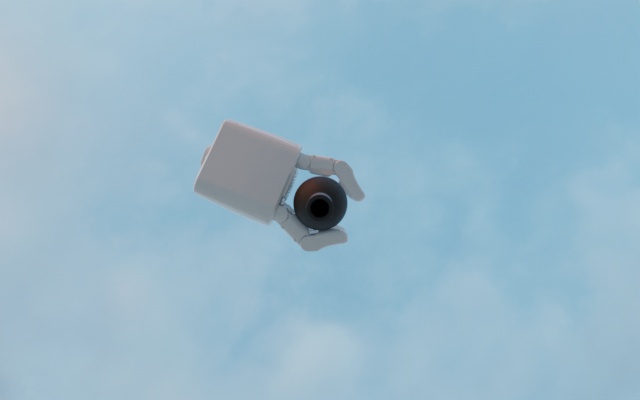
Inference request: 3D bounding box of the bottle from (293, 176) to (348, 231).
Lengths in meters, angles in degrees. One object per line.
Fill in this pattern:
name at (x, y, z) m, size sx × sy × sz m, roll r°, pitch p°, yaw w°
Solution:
bottle at (0.000, 0.002, 0.617) m, size 0.069 × 0.069 × 0.295 m, roll 0°, pitch 2°, yaw 0°
